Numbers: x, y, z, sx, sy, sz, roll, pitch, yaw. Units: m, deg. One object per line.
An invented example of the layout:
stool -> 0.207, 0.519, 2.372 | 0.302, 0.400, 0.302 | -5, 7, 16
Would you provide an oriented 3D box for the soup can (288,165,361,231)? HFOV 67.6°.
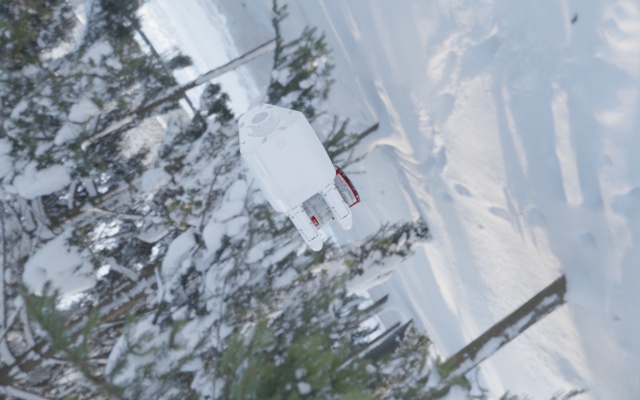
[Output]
soup can -> 0.000, 0.003, 0.721 | 0.102, 0.068, 0.068 | -35, 4, -6
